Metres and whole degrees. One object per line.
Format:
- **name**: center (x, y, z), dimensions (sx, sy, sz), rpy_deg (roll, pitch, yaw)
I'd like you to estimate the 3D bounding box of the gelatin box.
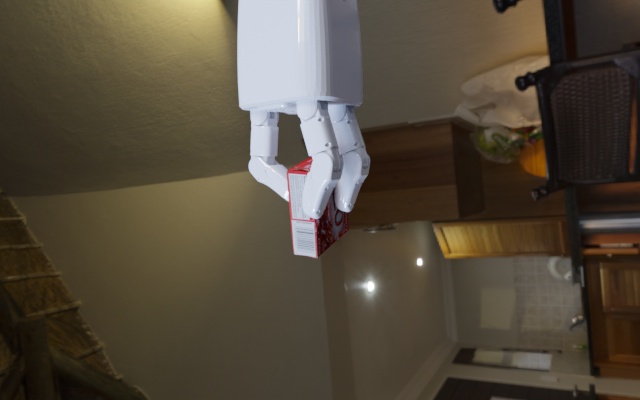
- **gelatin box**: center (0.000, 0.002, 0.472), dimensions (0.030, 0.089, 0.073), rpy_deg (7, 22, 27)
